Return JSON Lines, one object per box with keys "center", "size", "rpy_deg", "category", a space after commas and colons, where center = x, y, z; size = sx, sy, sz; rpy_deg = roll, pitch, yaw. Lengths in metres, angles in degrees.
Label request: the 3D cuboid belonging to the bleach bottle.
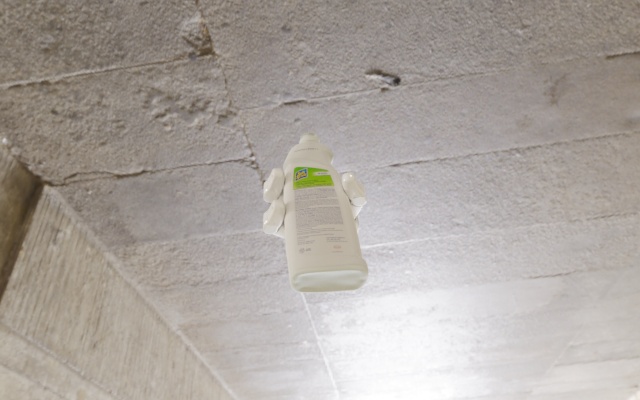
{"center": [0.000, 0.002, 0.666], "size": [0.102, 0.250, 0.068], "rpy_deg": [-2, -38, -4], "category": "bleach bottle"}
